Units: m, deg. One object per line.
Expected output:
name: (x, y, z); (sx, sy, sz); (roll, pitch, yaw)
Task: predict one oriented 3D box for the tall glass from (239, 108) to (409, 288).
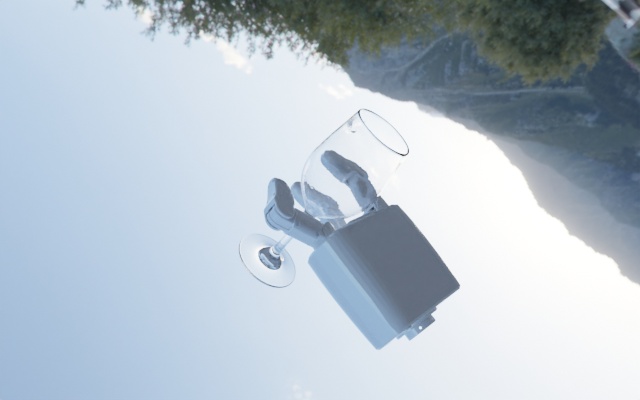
tall glass: (0.000, 0.002, 0.485); (0.079, 0.079, 0.201); (0, -41, -51)
